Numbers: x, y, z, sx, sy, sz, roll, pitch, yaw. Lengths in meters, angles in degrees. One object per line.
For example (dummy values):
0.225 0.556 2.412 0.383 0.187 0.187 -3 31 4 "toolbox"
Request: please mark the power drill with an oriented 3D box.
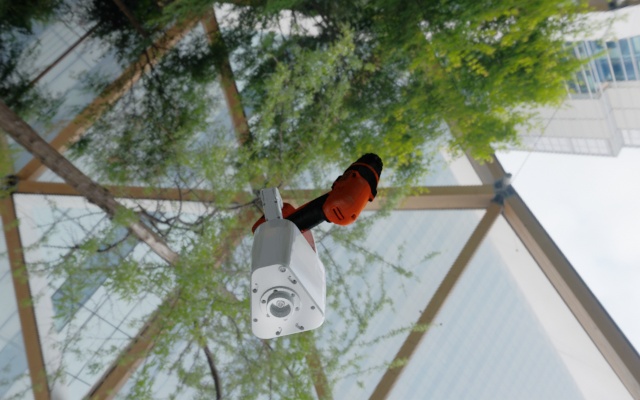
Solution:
0.000 0.003 0.708 0.188 0.057 0.184 -28 11 30 "power drill"
